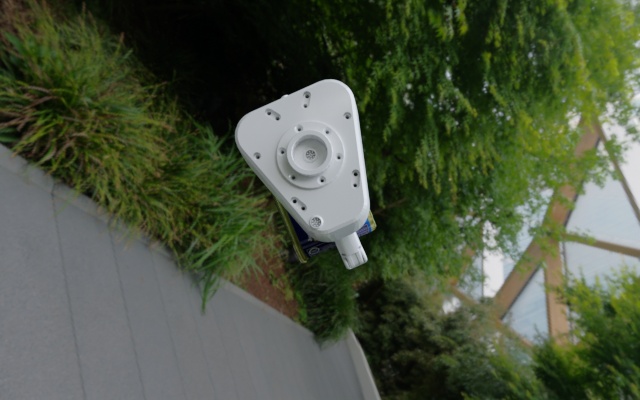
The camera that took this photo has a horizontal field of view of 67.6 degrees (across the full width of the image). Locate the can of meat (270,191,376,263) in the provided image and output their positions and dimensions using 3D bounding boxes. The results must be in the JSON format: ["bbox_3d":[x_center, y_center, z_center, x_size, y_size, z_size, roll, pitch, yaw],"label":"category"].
[{"bbox_3d":[0.000,0.002,0.496,0.084,0.102,0.057,-24,-10,1],"label":"can of meat"}]
